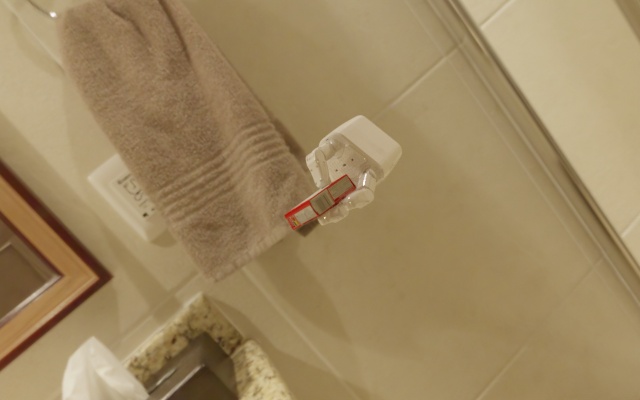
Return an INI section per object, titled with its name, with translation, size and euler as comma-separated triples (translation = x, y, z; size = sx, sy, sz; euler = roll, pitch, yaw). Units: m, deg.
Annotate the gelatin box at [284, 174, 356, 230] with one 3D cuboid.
[gelatin box]
translation = 0.000, 0.002, 0.702
size = 0.089, 0.030, 0.073
euler = -35, 4, -38
